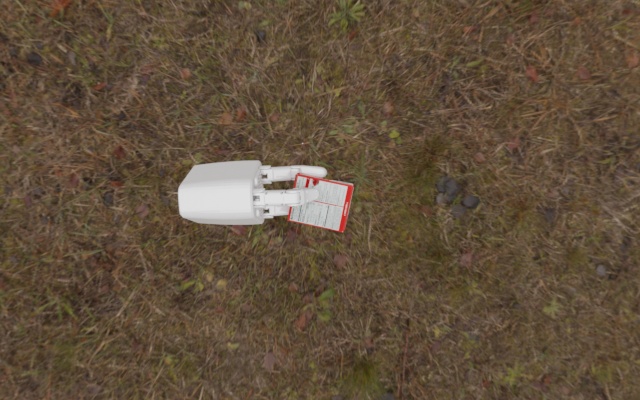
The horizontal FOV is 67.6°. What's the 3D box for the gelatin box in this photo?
[{"bbox_3d":[0.000,0.002,0.721,0.089,0.073,0.030,12,8,4],"label":"gelatin box"}]
